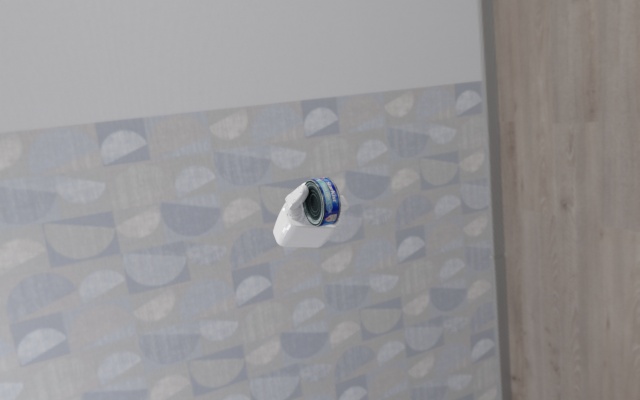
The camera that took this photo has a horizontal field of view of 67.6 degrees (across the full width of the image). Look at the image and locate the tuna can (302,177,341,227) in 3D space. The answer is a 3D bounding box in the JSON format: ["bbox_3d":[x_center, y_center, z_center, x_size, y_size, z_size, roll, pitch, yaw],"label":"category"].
[{"bbox_3d":[0.000,0.003,0.841,0.034,0.086,0.086,-9,4,-27],"label":"tuna can"}]
